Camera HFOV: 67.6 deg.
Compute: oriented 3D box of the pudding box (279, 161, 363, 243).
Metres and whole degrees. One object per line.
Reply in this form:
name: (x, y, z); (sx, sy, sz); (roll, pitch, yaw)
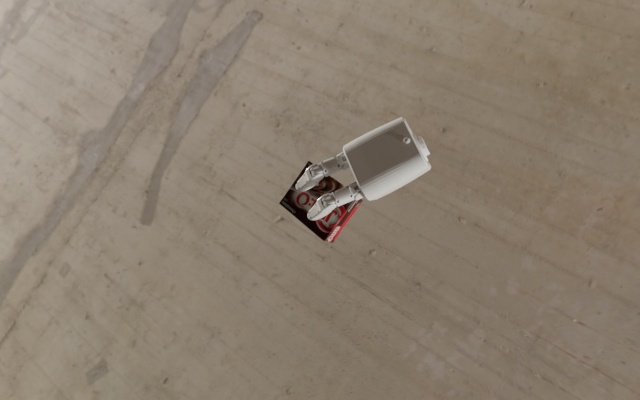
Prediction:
pudding box: (0.000, 0.003, 0.793); (0.113, 0.090, 0.039); (38, 6, 28)
